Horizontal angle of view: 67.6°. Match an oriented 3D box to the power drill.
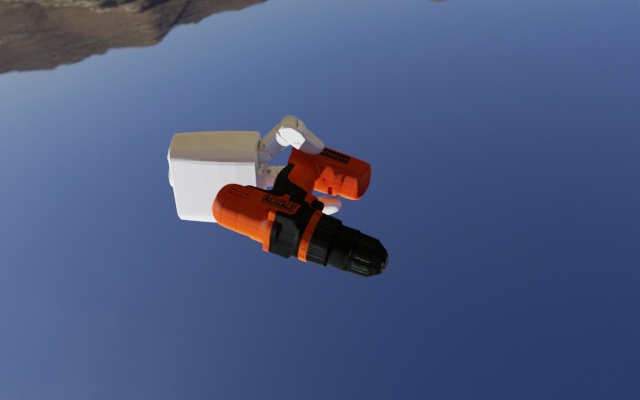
[{"bbox_3d":[0.000,0.002,0.533,0.184,0.057,0.187,21,29,9],"label":"power drill"}]
